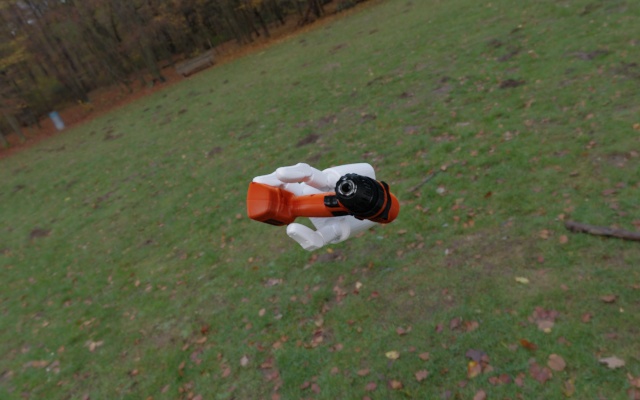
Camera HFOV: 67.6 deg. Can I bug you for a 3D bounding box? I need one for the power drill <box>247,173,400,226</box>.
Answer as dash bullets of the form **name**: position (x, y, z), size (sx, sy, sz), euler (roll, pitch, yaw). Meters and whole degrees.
- **power drill**: position (0.000, 0.002, 0.639), size (0.187, 0.057, 0.184), euler (0, -11, 22)
